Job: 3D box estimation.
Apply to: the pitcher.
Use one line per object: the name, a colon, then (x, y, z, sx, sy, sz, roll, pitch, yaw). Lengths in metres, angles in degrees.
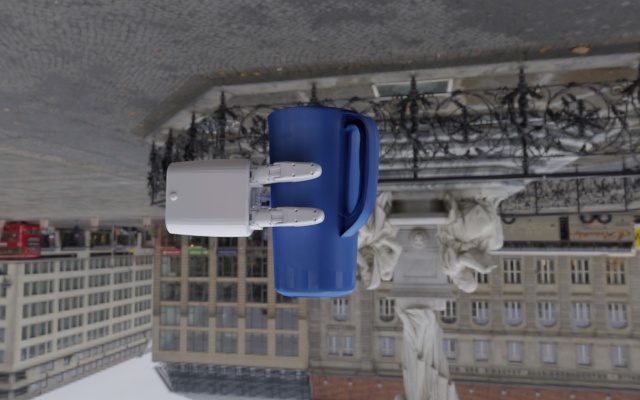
pitcher: (0.000, 0.002, 0.633, 0.145, 0.243, 0.149, 0, -5, 1)
